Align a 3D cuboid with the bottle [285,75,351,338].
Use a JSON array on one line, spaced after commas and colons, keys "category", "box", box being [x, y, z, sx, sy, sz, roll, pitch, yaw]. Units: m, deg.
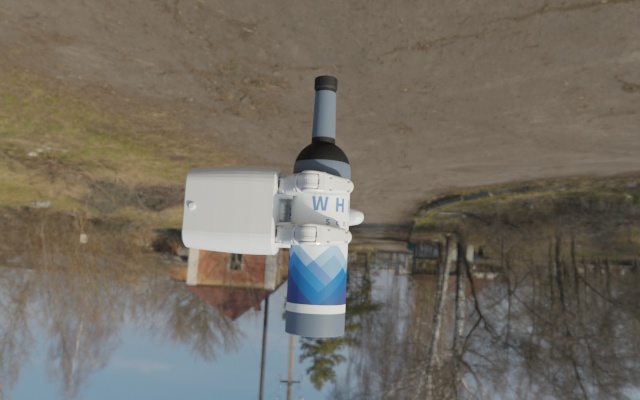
[{"category": "bottle", "box": [0.000, 0.002, 0.551, 0.069, 0.295, 0.069, 3, -7, 0]}]
